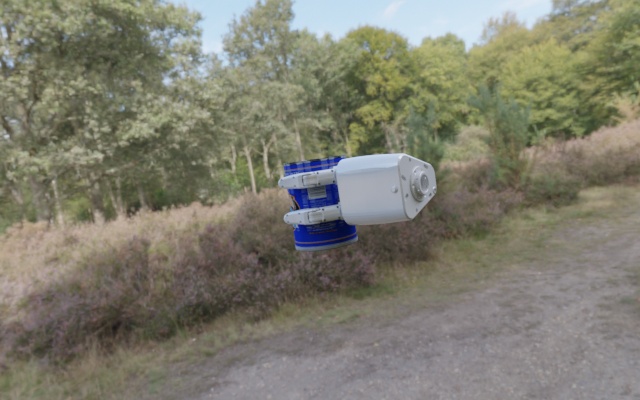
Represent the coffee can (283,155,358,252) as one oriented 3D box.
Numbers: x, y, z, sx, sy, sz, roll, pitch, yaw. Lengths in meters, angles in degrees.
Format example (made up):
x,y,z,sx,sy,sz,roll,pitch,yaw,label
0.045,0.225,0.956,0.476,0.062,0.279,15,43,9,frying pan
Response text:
x,y,z,sx,sy,sz,roll,pitch,yaw,label
0.000,0.003,0.773,0.103,0.140,0.103,-9,5,1,coffee can
